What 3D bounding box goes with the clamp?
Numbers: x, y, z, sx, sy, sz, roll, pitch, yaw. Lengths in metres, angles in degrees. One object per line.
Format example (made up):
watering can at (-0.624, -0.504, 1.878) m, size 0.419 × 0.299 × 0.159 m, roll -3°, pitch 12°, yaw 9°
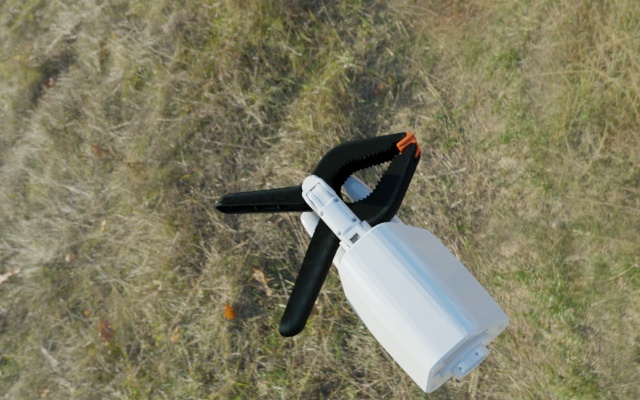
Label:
clamp at (0.000, 0.001, 0.458) m, size 0.164 × 0.210 × 0.036 m, roll 49°, pitch 3°, yaw 28°
